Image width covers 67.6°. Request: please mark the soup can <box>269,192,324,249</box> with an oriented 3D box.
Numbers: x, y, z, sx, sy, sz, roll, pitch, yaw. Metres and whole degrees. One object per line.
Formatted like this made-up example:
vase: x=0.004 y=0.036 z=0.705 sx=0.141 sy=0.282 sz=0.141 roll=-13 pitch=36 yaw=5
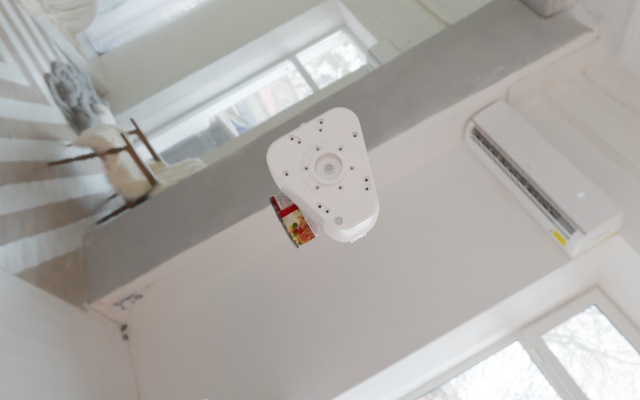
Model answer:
soup can: x=0.000 y=0.002 z=0.561 sx=0.102 sy=0.068 sz=0.068 roll=-30 pitch=1 yaw=-1
